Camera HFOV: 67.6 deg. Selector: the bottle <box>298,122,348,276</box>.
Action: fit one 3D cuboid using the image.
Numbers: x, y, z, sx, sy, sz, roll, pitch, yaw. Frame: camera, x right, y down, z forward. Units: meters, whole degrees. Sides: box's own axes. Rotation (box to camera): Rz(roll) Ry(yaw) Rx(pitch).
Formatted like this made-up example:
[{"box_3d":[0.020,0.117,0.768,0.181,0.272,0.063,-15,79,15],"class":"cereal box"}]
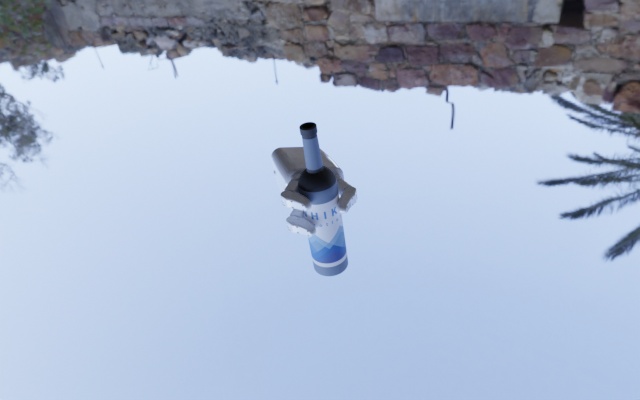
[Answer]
[{"box_3d":[0.000,0.003,0.826,0.069,0.296,0.069,-6,35,4],"class":"bottle"}]
